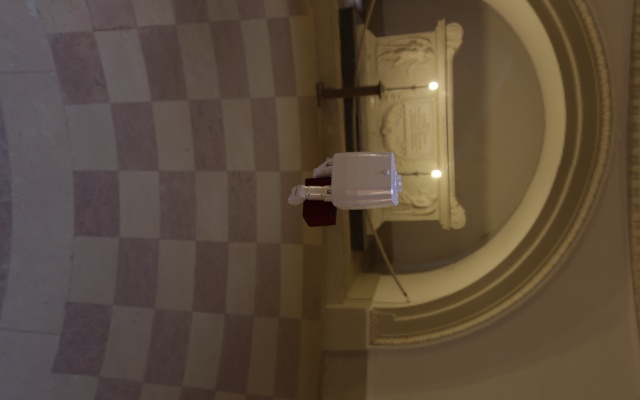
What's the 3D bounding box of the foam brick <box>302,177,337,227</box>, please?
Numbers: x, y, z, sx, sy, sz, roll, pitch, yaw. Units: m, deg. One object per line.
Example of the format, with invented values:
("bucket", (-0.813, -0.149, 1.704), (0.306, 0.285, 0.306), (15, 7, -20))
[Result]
("foam brick", (0.000, 0.003, 0.870), (0.051, 0.078, 0.053), (-2, -23, 13))
